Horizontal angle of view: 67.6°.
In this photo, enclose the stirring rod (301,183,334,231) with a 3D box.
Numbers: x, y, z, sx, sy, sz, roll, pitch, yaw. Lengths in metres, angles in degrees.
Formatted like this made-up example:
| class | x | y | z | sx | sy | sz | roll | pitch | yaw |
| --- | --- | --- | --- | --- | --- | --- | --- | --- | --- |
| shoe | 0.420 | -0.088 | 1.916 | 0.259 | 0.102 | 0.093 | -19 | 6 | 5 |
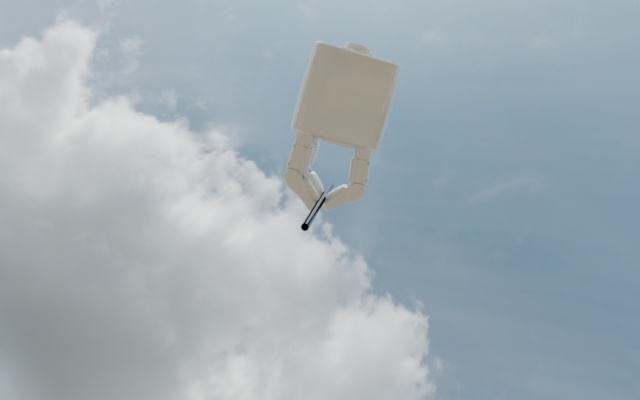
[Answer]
| class | x | y | z | sx | sy | sz | roll | pitch | yaw |
| --- | --- | --- | --- | --- | --- | --- | --- | --- | --- |
| stirring rod | 0.000 | 0.002 | 0.589 | 0.011 | 0.011 | 0.239 | 0 | 12 | 8 |
